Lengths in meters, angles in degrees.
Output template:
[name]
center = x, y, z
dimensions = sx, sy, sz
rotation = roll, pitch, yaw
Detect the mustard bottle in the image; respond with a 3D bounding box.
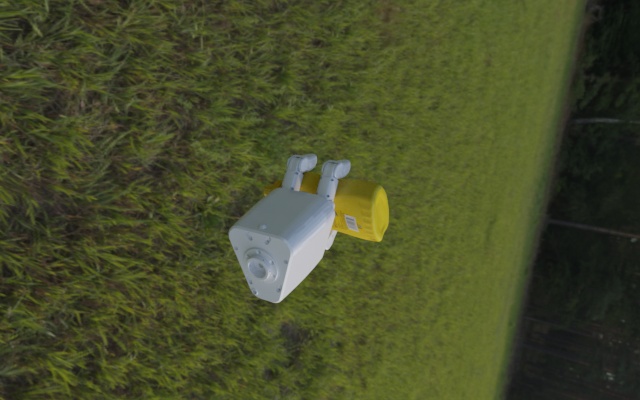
[mustard bottle]
center = 0.000, 0.002, 0.696
dimensions = 0.191, 0.058, 0.096
rotation = 12, -35, 25
